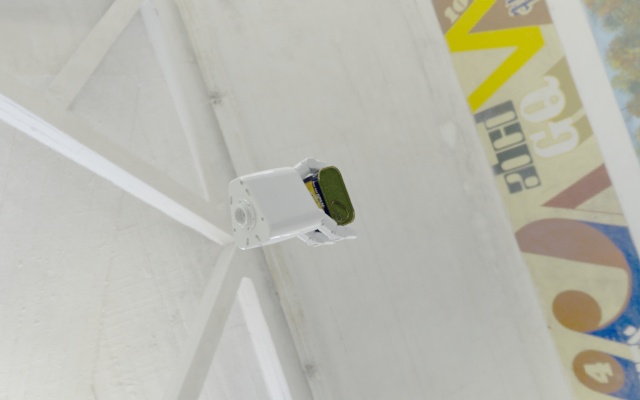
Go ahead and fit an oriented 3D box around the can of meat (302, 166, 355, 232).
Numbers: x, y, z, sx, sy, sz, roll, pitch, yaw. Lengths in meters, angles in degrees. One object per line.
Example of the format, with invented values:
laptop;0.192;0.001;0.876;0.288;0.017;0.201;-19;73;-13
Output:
can of meat;0.000;0.003;0.821;0.084;0.102;0.057;-21;-1;43
